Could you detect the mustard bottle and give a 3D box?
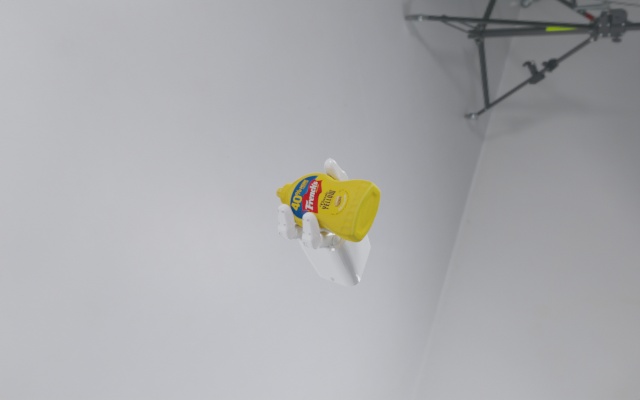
[{"bbox_3d":[0.000,0.002,0.789,0.191,0.096,0.058,13,-15,39],"label":"mustard bottle"}]
